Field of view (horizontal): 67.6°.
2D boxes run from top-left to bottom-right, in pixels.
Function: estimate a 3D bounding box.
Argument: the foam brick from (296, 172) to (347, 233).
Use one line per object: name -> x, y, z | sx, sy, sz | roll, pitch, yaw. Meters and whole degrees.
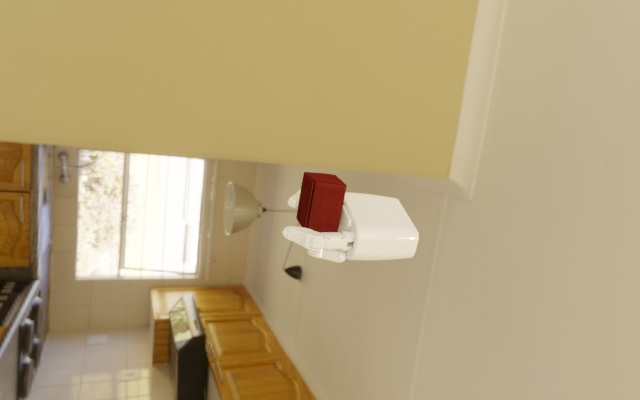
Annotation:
foam brick -> 0.000, 0.002, 0.701 | 0.051, 0.078, 0.053 | 4, 20, -19
